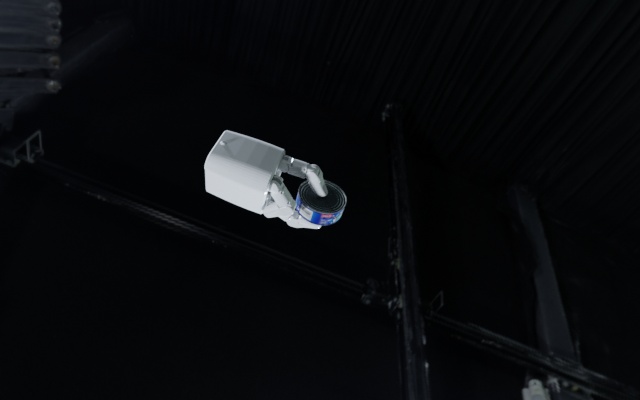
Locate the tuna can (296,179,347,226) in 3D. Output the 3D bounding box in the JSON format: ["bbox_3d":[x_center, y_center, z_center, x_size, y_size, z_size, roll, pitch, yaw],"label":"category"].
[{"bbox_3d":[0.000,0.003,0.831,0.086,0.034,0.086,10,42,-9],"label":"tuna can"}]
